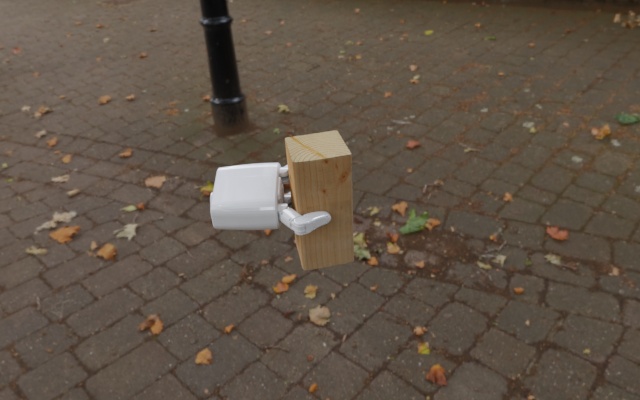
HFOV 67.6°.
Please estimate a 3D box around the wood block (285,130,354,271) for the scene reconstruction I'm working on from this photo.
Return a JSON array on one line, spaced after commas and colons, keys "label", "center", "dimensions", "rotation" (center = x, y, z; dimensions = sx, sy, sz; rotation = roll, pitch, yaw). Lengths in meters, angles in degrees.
[{"label": "wood block", "center": [0.000, 0.003, 0.785], "dimensions": [0.090, 0.206, 0.090], "rotation": [-9, 33, -8]}]
